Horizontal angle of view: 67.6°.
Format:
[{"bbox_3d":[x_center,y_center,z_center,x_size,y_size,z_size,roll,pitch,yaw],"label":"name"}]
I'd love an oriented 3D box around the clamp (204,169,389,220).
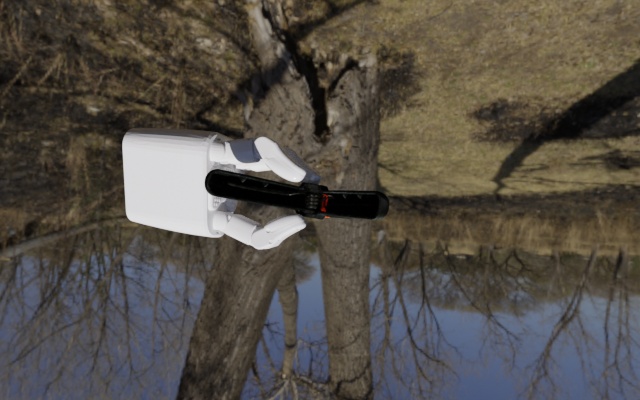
[{"bbox_3d":[0.000,0.002,0.498,0.164,0.036,0.210,9,-2,17],"label":"clamp"}]
